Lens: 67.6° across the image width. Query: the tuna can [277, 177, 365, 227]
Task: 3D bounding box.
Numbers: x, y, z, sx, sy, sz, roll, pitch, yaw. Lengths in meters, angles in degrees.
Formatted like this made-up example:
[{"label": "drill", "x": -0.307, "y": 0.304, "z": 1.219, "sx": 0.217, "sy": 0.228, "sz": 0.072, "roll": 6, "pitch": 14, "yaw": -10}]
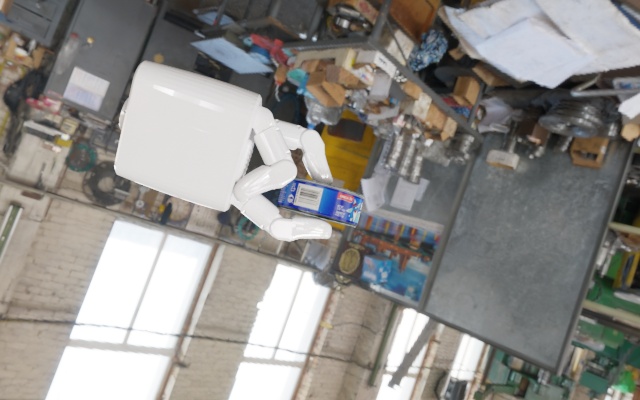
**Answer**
[{"label": "tuna can", "x": 0.000, "y": 0.002, "z": 0.489, "sx": 0.086, "sy": 0.034, "sz": 0.086, "roll": 14, "pitch": -3, "yaw": 1}]
